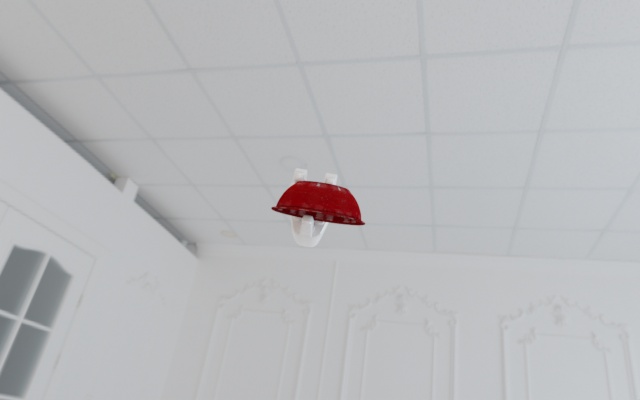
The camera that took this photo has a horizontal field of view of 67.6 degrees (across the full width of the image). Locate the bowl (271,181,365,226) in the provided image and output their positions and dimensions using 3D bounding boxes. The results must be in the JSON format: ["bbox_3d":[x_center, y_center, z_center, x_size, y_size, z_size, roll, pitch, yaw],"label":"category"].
[{"bbox_3d":[0.001,0.002,0.812,0.162,0.055,0.162,9,-6,1],"label":"bowl"}]
